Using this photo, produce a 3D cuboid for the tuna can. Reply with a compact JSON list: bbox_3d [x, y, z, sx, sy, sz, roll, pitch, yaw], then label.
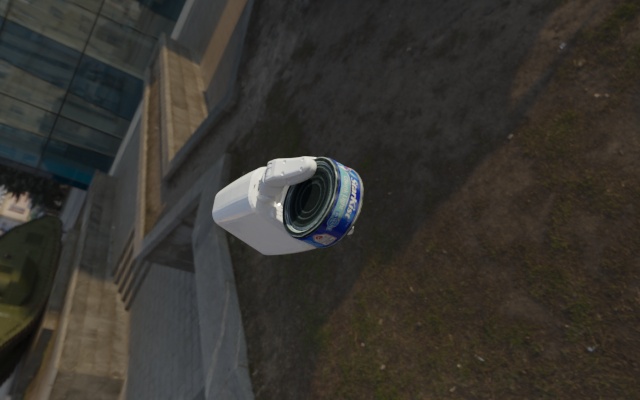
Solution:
[{"bbox_3d":[0.000,0.001,0.467,0.034,0.086,0.086,25,-14,-34],"label":"tuna can"}]
